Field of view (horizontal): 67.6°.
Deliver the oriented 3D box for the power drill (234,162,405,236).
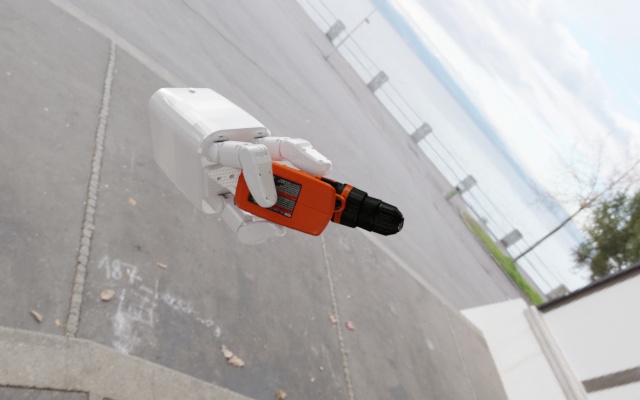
[{"bbox_3d":[0.000,0.002,0.546,0.184,0.057,0.187,18,3,14],"label":"power drill"}]
